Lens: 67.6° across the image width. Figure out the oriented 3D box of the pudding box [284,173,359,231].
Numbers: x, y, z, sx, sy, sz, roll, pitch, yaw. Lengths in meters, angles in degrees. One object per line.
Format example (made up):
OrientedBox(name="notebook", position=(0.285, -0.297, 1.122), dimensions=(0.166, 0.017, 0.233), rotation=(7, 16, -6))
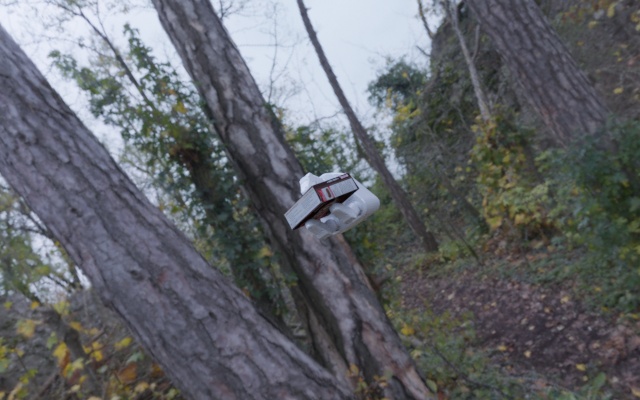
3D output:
OrientedBox(name="pudding box", position=(0.000, 0.003, 0.828), dimensions=(0.090, 0.039, 0.113), rotation=(-22, -16, -39))
